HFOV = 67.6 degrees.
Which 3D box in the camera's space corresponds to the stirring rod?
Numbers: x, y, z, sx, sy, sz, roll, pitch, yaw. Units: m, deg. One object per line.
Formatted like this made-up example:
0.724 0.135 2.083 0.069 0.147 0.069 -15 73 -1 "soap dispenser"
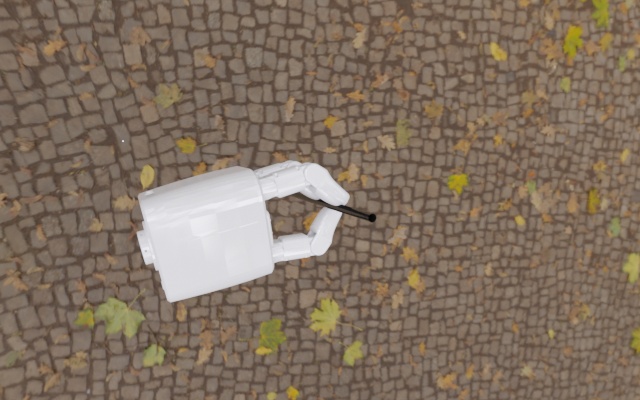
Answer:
0.000 0.002 0.531 0.011 0.011 0.239 0 7 -22 "stirring rod"
